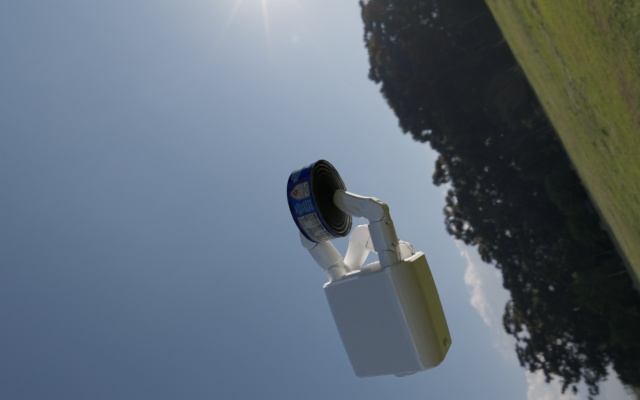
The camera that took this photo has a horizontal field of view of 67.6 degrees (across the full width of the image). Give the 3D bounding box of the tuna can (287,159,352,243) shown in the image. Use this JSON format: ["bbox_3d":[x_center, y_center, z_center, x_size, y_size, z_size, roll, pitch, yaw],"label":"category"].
[{"bbox_3d":[0.000,0.002,0.512,0.034,0.086,0.086,-18,-8,25],"label":"tuna can"}]
